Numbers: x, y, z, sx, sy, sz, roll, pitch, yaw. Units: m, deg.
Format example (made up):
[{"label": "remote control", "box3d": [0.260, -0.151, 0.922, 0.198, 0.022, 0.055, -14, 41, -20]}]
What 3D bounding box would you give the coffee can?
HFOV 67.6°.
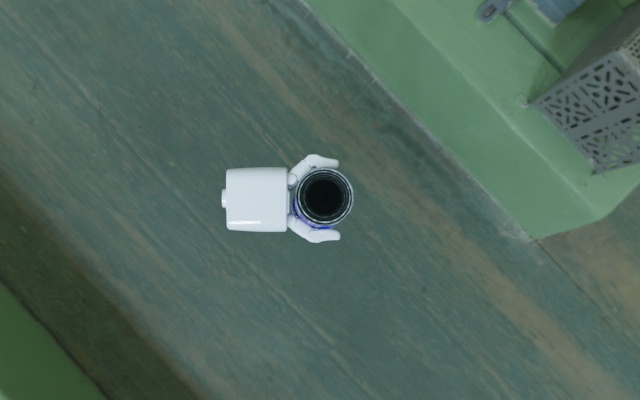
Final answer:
[{"label": "coffee can", "box3d": [0.000, 0.003, 0.890, 0.103, 0.103, 0.140, 0, -8, -6]}]
